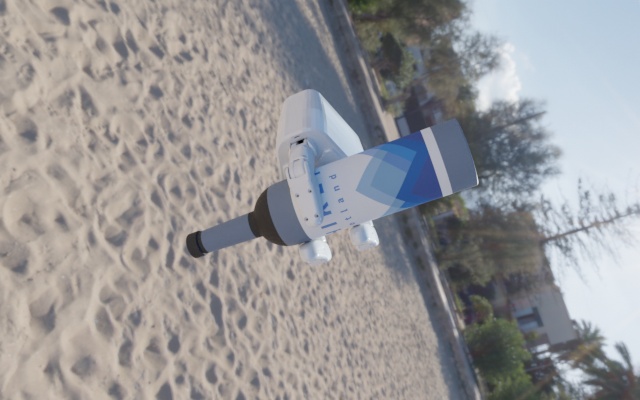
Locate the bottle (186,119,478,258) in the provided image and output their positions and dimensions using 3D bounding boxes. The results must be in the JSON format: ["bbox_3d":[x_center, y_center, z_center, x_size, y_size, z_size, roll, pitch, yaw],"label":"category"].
[{"bbox_3d":[0.000,0.002,0.477,0.296,0.069,0.069,-19,-4,12],"label":"bottle"}]
